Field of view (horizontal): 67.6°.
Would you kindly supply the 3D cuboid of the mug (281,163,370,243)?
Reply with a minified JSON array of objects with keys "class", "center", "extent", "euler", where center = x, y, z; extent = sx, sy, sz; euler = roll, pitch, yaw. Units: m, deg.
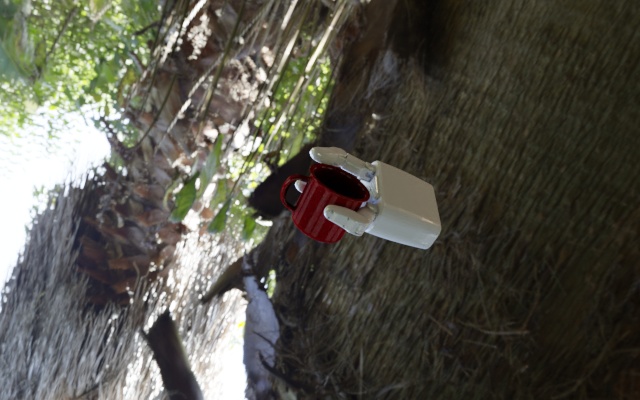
[{"class":"mug","center":[-0.001,0.002,0.672],"extent":[0.117,0.081,0.093],"euler":[19,26,-18]}]
